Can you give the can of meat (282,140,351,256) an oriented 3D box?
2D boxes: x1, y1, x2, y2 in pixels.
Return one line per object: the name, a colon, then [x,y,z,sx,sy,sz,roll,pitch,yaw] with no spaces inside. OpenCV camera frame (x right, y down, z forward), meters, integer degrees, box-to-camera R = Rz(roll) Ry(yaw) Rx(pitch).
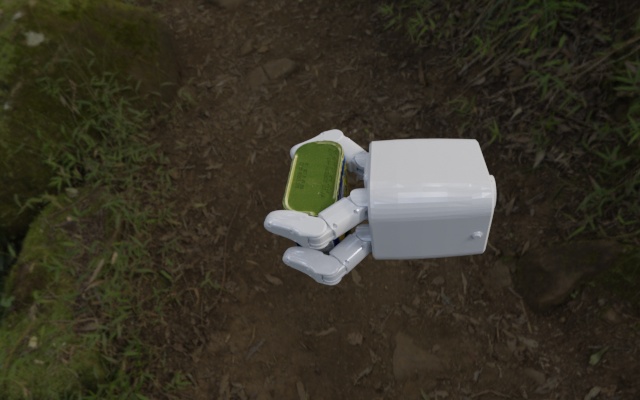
can of meat: [0.000,0.001,0.488,0.057,0.102,0.084,0,-38,11]
